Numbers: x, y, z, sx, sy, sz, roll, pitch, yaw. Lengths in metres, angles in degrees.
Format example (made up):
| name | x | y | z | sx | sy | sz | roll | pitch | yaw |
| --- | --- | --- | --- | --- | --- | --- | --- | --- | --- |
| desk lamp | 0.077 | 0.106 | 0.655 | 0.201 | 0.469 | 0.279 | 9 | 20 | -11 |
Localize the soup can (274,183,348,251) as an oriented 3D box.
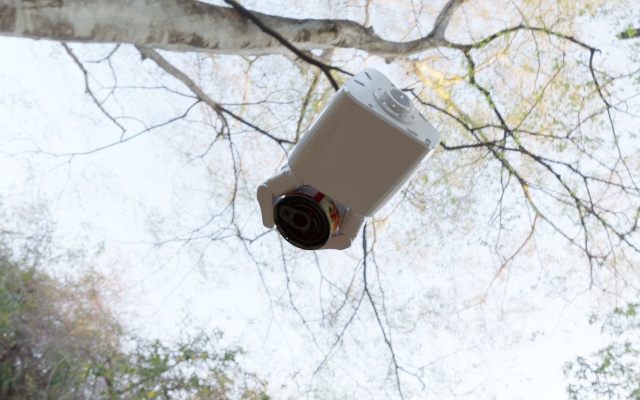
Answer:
| name | x | y | z | sx | sy | sz | roll | pitch | yaw |
| --- | --- | --- | --- | --- | --- | --- | --- | --- | --- |
| soup can | 0.000 | 0.002 | 0.547 | 0.068 | 0.068 | 0.102 | 0 | 27 | 27 |
